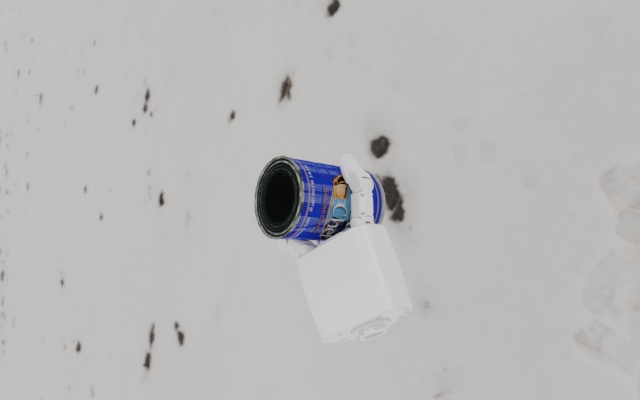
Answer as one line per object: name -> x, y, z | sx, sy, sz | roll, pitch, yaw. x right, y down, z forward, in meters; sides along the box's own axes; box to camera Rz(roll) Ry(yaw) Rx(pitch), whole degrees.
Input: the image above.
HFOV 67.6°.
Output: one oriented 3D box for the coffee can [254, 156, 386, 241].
coffee can -> 0.000, 0.002, 0.623 | 0.140, 0.103, 0.103 | 6, -4, -40
